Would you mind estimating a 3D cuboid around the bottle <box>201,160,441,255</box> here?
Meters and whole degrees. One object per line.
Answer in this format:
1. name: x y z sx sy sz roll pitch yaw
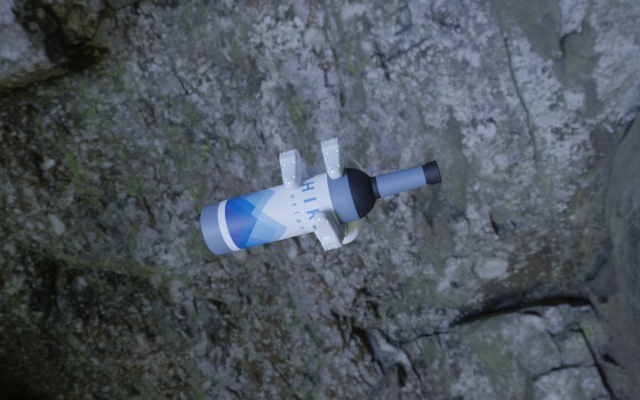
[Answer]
1. bottle: 0.000 0.002 0.592 0.296 0.069 0.069 -15 -3 11
